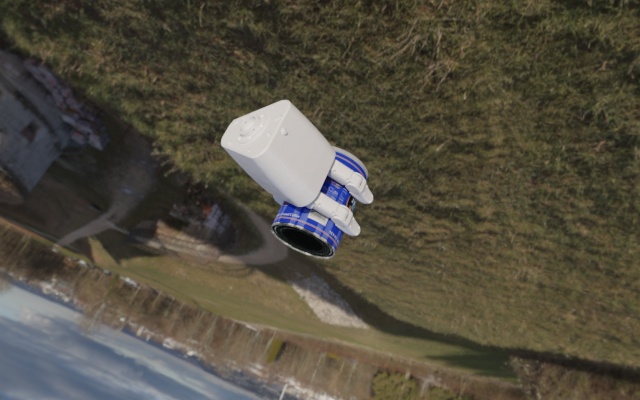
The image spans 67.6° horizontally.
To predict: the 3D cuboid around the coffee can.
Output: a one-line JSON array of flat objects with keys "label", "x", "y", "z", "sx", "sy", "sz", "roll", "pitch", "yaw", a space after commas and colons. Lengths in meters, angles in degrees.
[{"label": "coffee can", "x": 0.000, "y": 0.002, "z": 0.719, "sx": 0.103, "sy": 0.140, "sz": 0.103, "roll": 20, "pitch": -24, "yaw": 9}]
